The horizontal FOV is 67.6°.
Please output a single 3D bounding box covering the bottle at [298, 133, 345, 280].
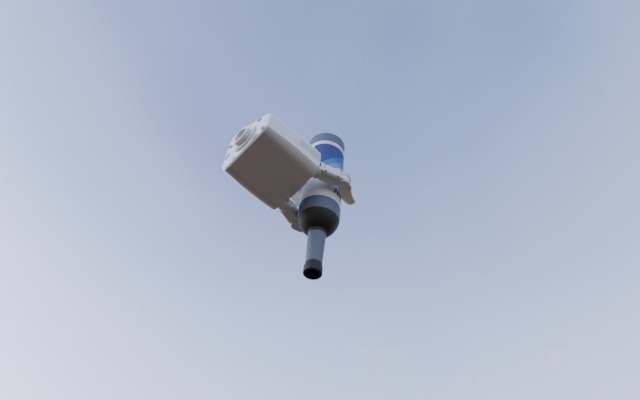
[{"bbox_3d":[0.000,0.002,0.775,0.069,0.069,0.295,0,43,6],"label":"bottle"}]
